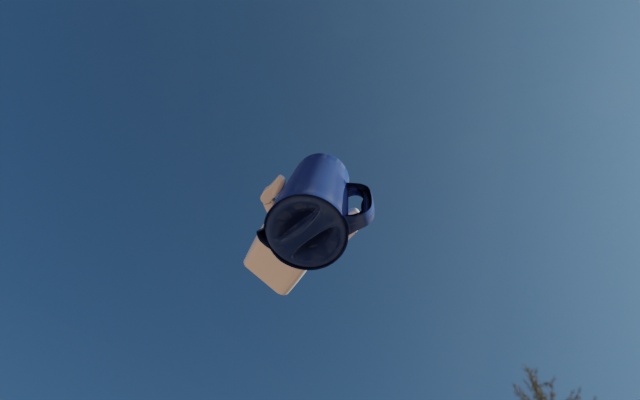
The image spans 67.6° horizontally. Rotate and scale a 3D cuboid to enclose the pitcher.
[{"bbox_3d":[0.000,0.003,0.833,0.149,0.145,0.242,30,25,-7],"label":"pitcher"}]
